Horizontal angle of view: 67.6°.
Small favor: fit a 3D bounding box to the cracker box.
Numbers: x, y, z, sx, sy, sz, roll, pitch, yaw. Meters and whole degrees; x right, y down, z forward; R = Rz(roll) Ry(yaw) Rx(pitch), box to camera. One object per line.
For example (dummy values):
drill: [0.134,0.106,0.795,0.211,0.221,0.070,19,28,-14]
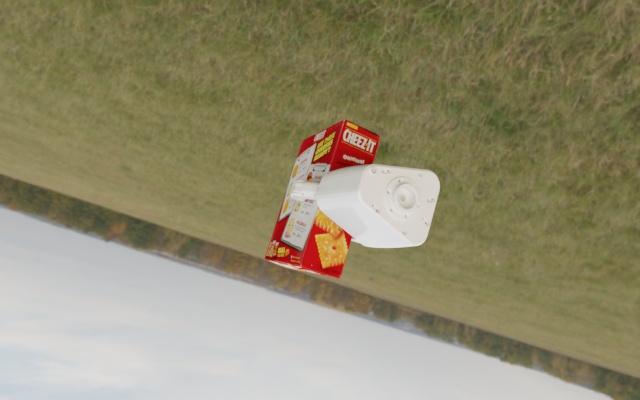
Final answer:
cracker box: [0.000,0.002,0.724,0.072,0.213,0.164,22,-12,-21]
